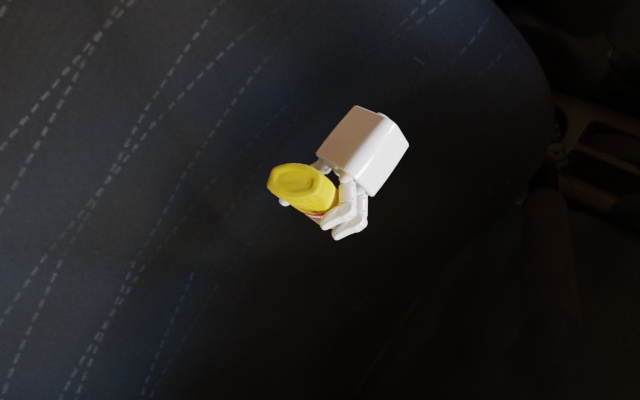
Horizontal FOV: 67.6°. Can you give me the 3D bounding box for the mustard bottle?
[{"bbox_3d":[0.000,0.003,0.774,0.096,0.058,0.192,8,-16,29],"label":"mustard bottle"}]
